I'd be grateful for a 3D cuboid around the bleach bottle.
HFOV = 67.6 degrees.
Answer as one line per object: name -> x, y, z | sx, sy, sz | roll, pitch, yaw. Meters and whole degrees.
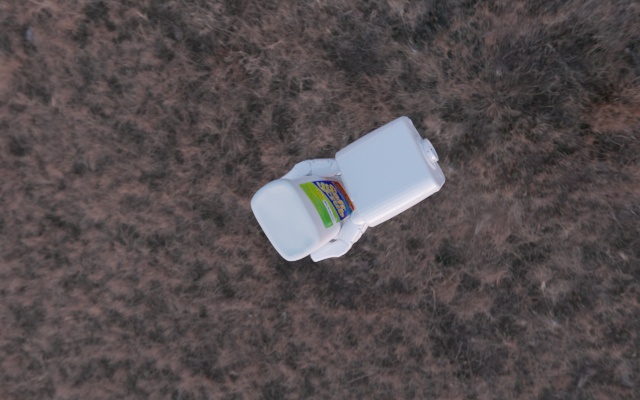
bleach bottle -> 0.000, 0.002, 0.684 | 0.068, 0.102, 0.251 | -31, 0, 23
